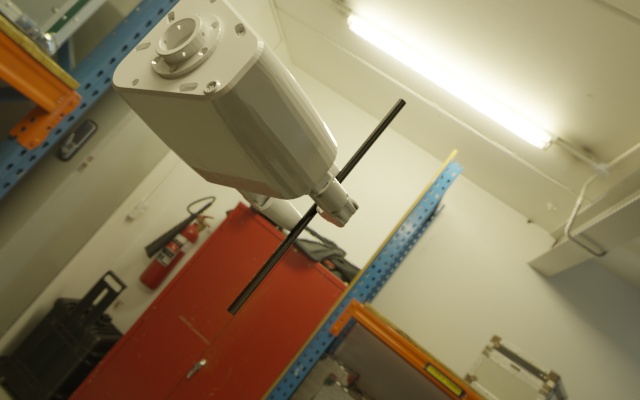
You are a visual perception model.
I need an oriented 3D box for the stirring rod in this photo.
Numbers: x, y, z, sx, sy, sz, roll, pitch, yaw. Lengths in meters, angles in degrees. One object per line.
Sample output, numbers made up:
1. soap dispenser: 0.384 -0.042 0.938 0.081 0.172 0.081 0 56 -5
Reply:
1. stirring rod: 0.000 0.001 0.417 0.011 0.239 0.011 38 -9 7
